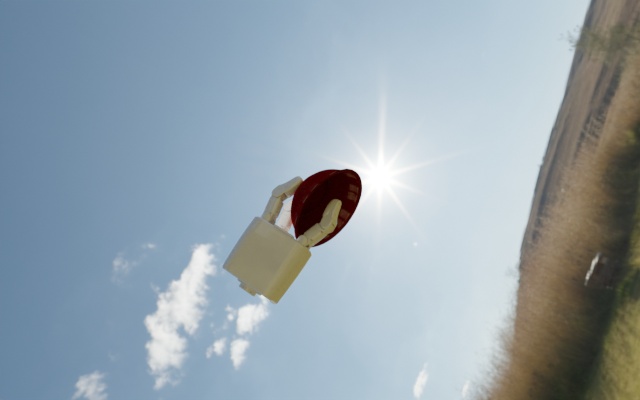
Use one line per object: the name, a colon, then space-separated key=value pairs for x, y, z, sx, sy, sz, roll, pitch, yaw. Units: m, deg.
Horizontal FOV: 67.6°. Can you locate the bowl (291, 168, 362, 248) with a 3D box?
bowl: x=0.001 y=0.002 z=0.854 sx=0.055 sy=0.162 sz=0.162 roll=38 pitch=23 yaw=33
